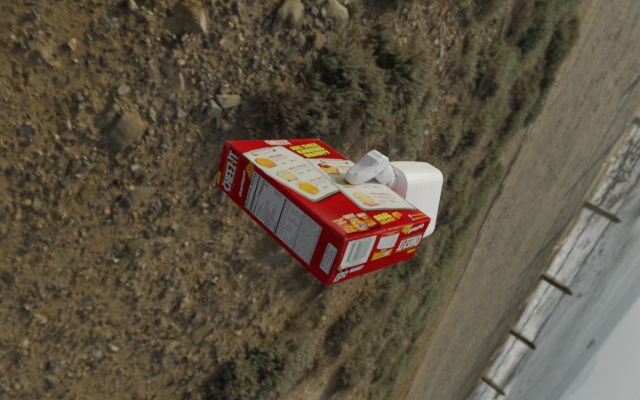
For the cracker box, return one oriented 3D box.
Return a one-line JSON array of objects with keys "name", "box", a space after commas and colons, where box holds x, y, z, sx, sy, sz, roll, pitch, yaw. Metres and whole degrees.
[{"name": "cracker box", "box": [0.000, 0.002, 0.583, 0.164, 0.072, 0.213, -9, 37, -46]}]
